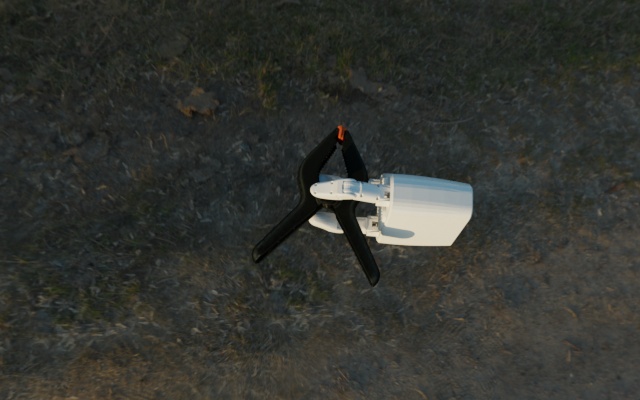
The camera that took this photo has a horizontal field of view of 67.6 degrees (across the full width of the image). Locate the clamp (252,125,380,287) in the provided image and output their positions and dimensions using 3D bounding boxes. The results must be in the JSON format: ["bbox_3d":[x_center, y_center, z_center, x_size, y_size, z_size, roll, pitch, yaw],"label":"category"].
[{"bbox_3d":[0.000,0.001,0.627,0.164,0.210,0.036,4,-15,0],"label":"clamp"}]
